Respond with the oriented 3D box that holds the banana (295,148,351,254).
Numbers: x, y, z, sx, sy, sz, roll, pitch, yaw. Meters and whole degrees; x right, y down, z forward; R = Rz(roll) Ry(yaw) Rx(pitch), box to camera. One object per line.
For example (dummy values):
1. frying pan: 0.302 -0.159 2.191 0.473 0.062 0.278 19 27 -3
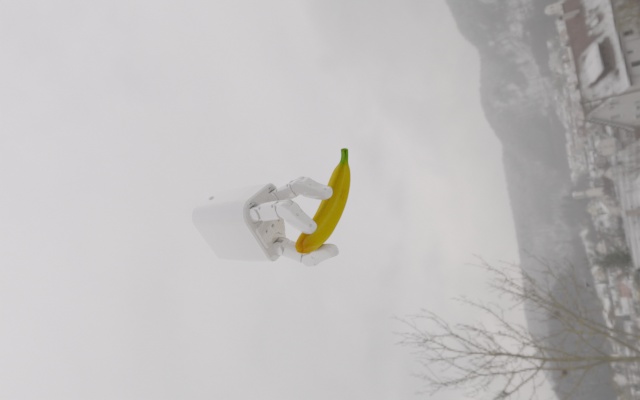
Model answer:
1. banana: 0.008 0.012 0.720 0.037 0.197 0.070 1 -40 28
